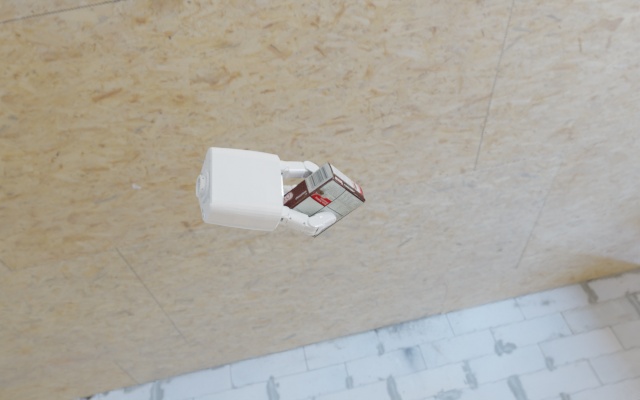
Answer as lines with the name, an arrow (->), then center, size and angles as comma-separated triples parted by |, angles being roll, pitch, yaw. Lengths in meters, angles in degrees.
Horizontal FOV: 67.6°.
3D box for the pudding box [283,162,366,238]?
pudding box -> 0.000, 0.003, 0.753 | 0.113, 0.039, 0.090 | -35, -43, 22
